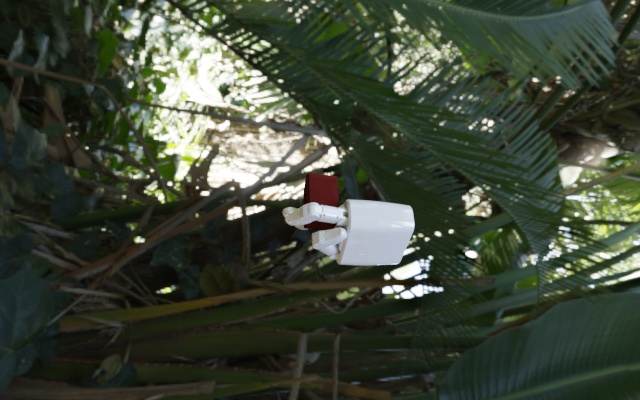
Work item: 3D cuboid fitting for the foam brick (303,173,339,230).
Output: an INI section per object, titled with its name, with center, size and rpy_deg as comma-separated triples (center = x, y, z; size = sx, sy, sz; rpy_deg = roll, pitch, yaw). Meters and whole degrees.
[foam brick]
center = 0.000, 0.002, 0.784
size = 0.051, 0.078, 0.053
rpy_deg = 3, -30, -8
